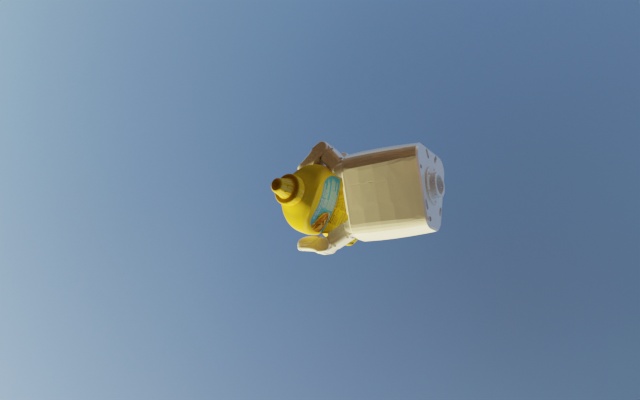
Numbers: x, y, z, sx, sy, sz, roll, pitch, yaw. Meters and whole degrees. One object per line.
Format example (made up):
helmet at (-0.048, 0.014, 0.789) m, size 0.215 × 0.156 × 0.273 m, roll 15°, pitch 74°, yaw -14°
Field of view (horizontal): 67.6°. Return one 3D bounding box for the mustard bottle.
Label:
mustard bottle at (0.000, 0.002, 0.665) m, size 0.058 × 0.096 × 0.192 m, roll 20°, pitch -1°, yaw 37°
